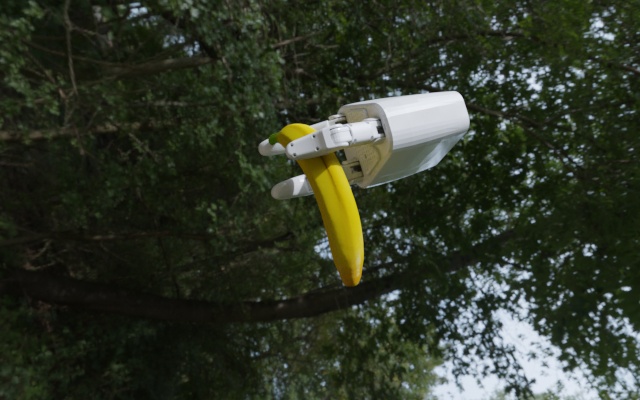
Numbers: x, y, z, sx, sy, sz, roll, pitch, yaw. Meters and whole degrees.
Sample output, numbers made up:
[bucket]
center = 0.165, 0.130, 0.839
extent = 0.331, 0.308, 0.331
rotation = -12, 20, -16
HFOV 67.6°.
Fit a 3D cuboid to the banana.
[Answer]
[banana]
center = 0.003, -0.011, 0.490
extent = 0.037, 0.197, 0.070
rotation = -16, -25, -25
